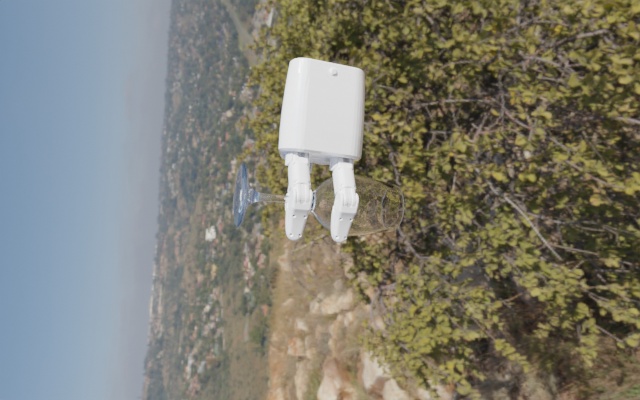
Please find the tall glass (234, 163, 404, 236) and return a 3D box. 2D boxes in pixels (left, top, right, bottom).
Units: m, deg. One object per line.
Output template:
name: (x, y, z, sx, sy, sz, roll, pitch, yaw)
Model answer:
tall glass: (-0.001, 0.002, 0.586, 0.201, 0.079, 0.079, 5, -2, -20)
